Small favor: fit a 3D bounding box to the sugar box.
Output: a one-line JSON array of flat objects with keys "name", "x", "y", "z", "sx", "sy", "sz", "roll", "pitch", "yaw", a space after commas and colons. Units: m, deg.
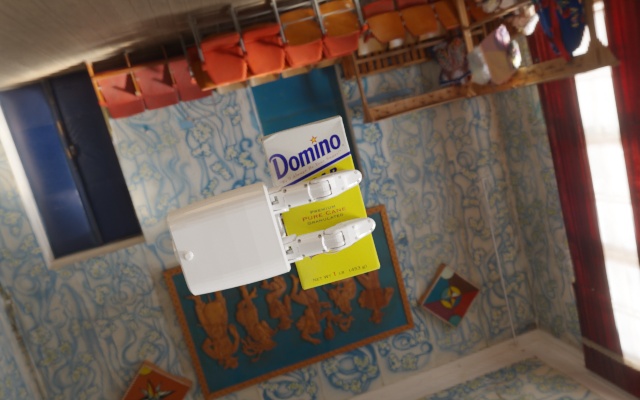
[{"name": "sugar box", "x": 0.000, "y": 0.002, "z": 0.539, "sx": 0.093, "sy": 0.176, "sz": 0.048, "roll": -16, "pitch": 9, "yaw": -2}]
